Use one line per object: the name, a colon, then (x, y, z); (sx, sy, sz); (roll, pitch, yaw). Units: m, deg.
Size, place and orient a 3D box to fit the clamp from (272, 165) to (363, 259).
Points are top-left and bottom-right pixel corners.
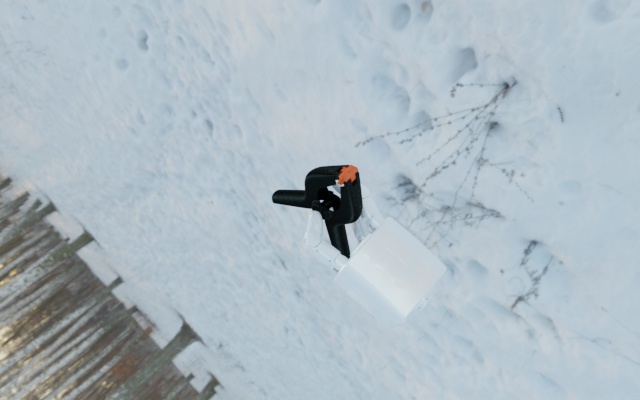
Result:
clamp: (0.000, 0.003, 0.698); (0.036, 0.164, 0.210); (-45, -13, -30)
